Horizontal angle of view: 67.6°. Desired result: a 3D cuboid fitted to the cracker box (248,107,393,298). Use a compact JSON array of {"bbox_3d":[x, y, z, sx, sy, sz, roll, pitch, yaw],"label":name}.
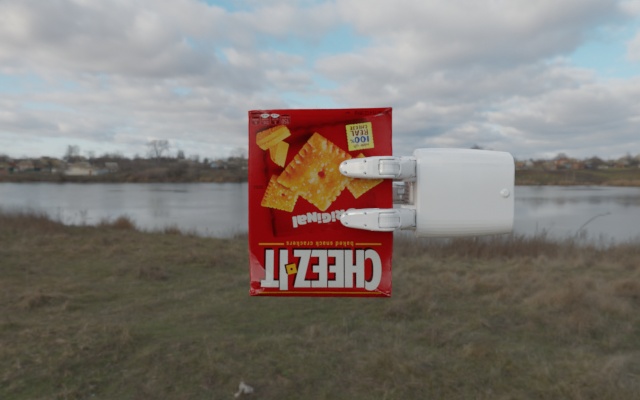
[{"bbox_3d":[0.000,0.002,0.556,0.164,0.213,0.072,0,2,2],"label":"cracker box"}]
